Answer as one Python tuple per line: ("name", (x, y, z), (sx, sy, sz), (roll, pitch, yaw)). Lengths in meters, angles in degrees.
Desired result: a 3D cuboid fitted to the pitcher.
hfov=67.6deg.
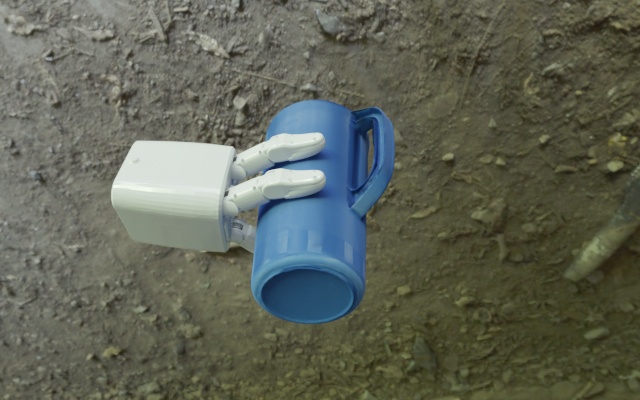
("pitcher", (0.000, 0.002, 0.524), (0.145, 0.149, 0.242), (6, 43, -4))
